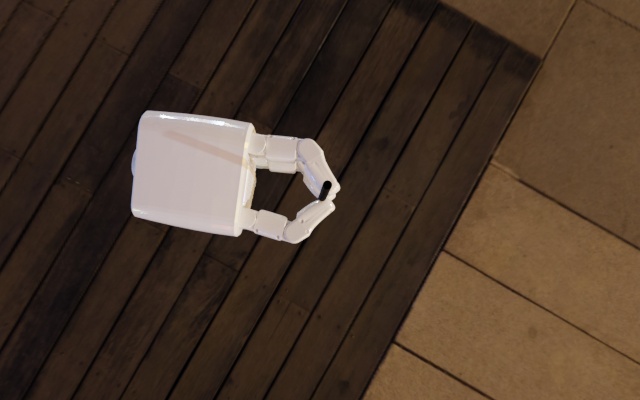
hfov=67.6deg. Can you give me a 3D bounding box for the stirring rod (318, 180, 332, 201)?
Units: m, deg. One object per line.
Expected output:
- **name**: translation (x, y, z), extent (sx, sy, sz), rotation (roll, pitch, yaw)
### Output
- **stirring rod**: translation (0.000, 0.002, 0.522), extent (0.011, 0.011, 0.239), rotation (0, -7, -3)
